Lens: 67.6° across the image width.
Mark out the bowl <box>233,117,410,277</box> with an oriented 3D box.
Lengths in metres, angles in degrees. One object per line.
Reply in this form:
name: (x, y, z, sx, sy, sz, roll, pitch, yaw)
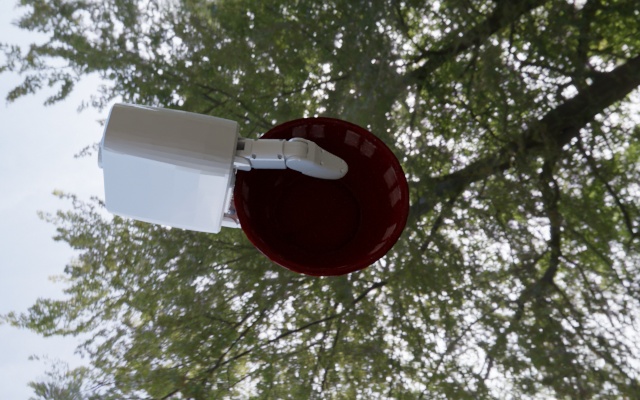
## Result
bowl: (0.001, 0.002, 0.457, 0.162, 0.162, 0.055, 0, -25, -5)
